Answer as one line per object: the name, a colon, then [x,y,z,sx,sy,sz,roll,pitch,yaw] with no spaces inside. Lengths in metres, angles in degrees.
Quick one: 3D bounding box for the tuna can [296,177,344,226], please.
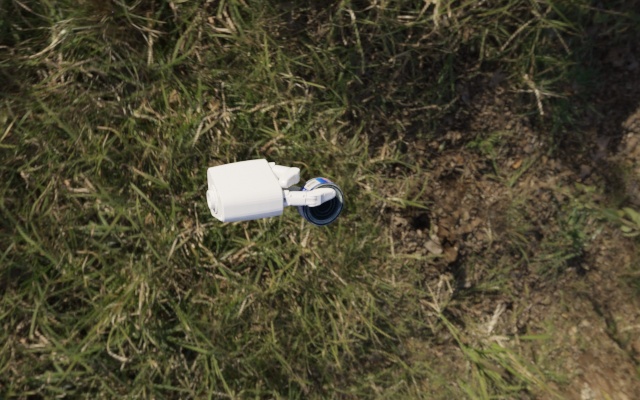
tuna can: [0.000,0.003,0.882,0.086,0.086,0.033,0,19,-29]
